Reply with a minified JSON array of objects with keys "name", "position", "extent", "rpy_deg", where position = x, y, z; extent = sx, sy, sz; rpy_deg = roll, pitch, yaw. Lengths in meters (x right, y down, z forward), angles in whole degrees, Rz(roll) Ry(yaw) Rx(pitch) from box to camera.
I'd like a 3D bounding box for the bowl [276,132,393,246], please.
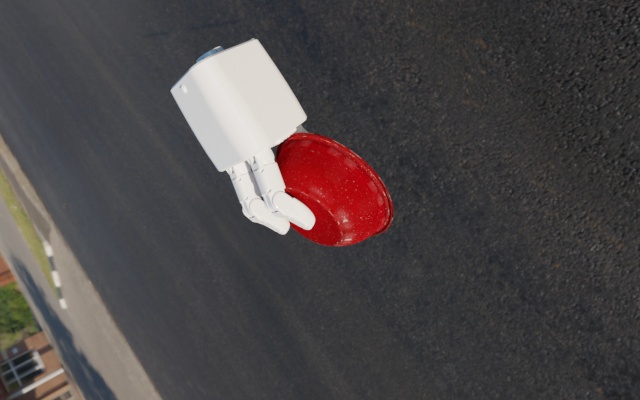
[{"name":"bowl","position":[0.001,0.003,0.550],"extent":[0.162,0.162,0.055],"rpy_deg":[0,43,48]}]
